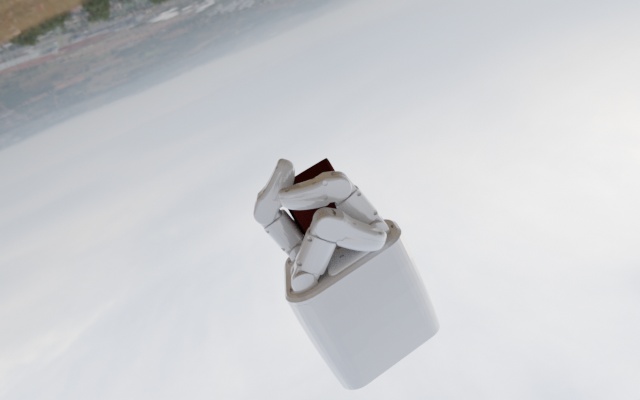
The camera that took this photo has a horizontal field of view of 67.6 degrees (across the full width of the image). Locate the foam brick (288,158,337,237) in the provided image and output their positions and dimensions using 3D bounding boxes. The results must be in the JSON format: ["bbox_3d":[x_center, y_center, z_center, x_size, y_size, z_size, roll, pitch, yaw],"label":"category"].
[{"bbox_3d":[0.000,0.001,0.451,0.053,0.051,0.078,-30,18,5],"label":"foam brick"}]
